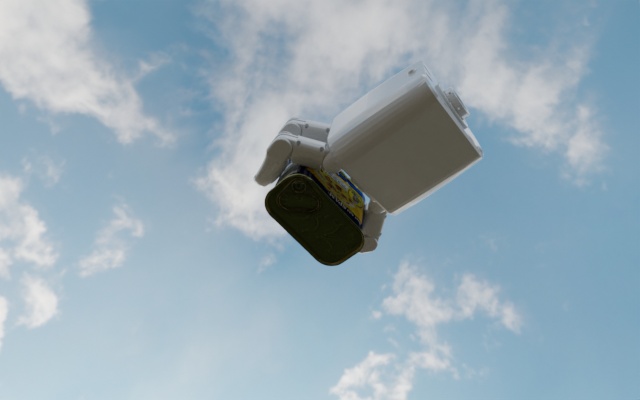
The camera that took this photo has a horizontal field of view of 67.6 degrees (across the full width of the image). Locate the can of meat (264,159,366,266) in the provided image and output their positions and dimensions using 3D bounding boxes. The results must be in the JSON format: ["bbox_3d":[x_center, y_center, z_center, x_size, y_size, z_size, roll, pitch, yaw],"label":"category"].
[{"bbox_3d":[0.000,0.002,0.485,0.057,0.102,0.084,-38,17,24],"label":"can of meat"}]
